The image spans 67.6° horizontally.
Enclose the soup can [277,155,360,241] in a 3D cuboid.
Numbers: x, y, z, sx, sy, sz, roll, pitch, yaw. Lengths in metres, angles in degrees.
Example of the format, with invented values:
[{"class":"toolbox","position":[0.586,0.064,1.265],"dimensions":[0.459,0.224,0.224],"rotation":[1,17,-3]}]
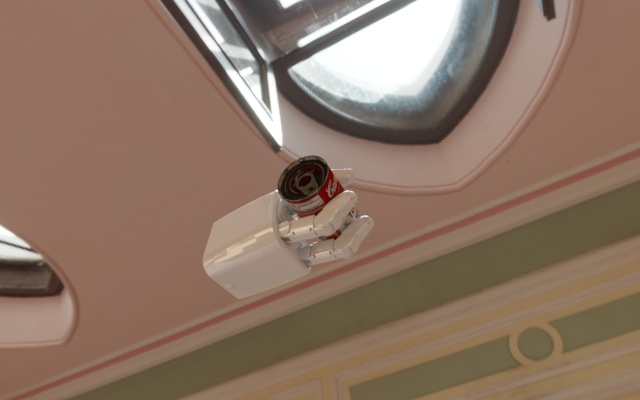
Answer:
[{"class":"soup can","position":[0.001,0.002,0.598],"dimensions":[0.068,0.068,0.102],"rotation":[0,-35,32]}]
